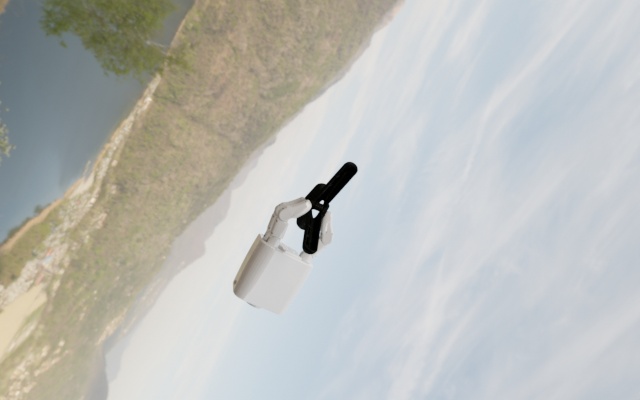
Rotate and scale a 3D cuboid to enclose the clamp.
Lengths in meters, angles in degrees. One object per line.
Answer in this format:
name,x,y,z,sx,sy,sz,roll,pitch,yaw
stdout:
clamp,0.001,0.003,0.851,0.036,0.164,0.210,30,0,-12
